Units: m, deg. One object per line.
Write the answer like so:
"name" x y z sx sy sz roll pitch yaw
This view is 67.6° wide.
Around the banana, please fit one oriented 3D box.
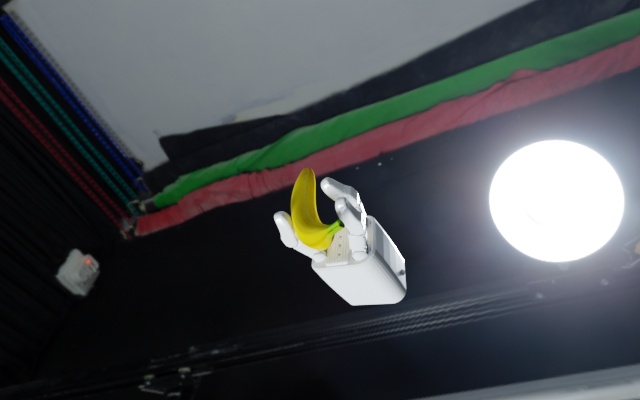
"banana" -0.012 0.017 0.671 0.037 0.069 0.197 40 10 -28
